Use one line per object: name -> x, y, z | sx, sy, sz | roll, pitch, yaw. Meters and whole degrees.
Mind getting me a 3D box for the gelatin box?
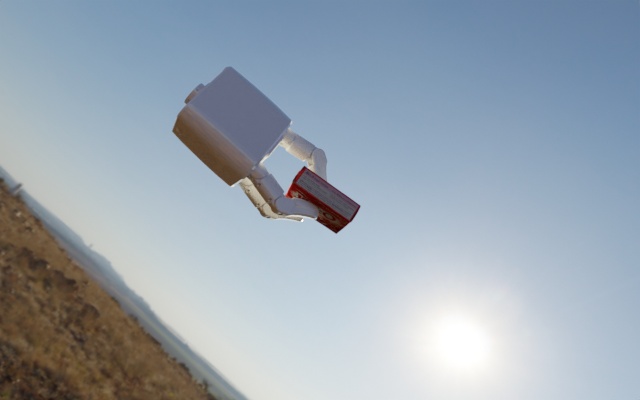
gelatin box -> 0.001, 0.002, 0.616 | 0.089, 0.030, 0.073 | 34, -20, -1
